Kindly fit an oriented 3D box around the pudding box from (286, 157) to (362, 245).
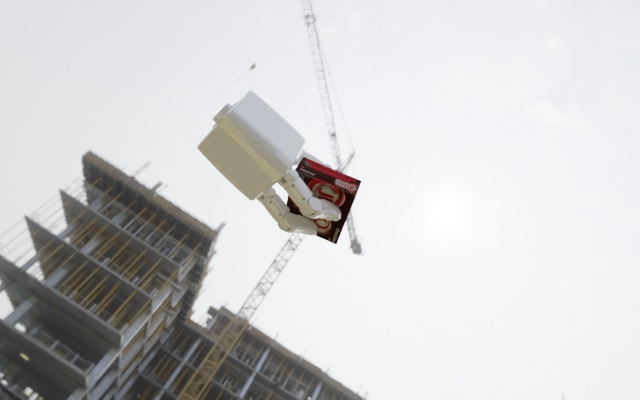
[{"bbox_3d":[0.000,0.002,0.682,0.090,0.039,0.114,23,-42,6],"label":"pudding box"}]
